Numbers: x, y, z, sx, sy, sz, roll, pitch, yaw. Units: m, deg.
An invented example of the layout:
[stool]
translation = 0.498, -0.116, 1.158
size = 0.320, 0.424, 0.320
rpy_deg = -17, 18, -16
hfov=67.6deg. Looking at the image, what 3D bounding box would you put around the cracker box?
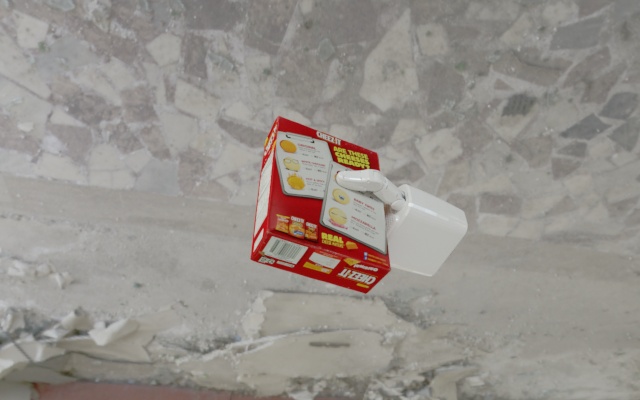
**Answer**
[cracker box]
translation = 0.000, 0.002, 0.639
size = 0.164, 0.213, 0.072
rpy_deg = 18, -46, -19
